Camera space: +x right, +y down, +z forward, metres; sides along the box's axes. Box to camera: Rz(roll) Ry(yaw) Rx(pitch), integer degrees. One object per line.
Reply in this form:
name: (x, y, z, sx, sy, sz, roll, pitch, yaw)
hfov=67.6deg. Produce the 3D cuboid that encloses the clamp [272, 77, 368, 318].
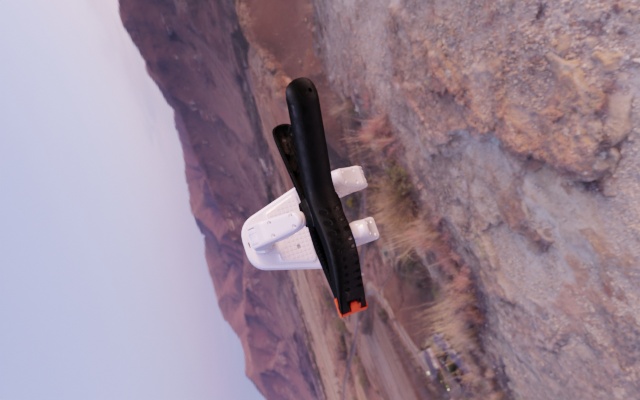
clamp: (-0.001, 0.002, 0.433, 0.036, 0.210, 0.164, -18, -8, -10)
